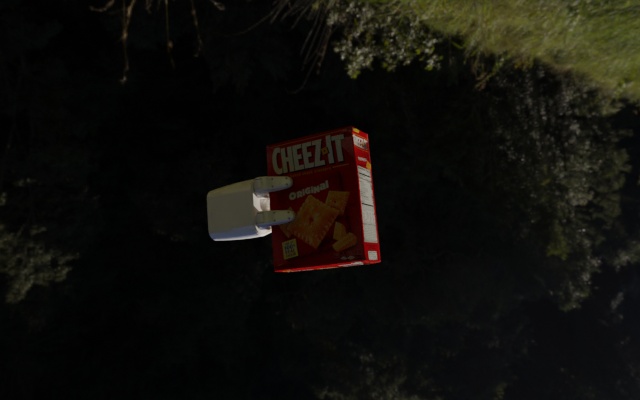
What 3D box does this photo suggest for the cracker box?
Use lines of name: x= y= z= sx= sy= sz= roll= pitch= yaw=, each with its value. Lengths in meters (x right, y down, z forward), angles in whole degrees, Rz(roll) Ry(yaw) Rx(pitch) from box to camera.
cracker box: x=0.000 y=0.003 z=0.775 sx=0.164 sy=0.213 sz=0.072 roll=-10 pitch=-10 yaw=27
